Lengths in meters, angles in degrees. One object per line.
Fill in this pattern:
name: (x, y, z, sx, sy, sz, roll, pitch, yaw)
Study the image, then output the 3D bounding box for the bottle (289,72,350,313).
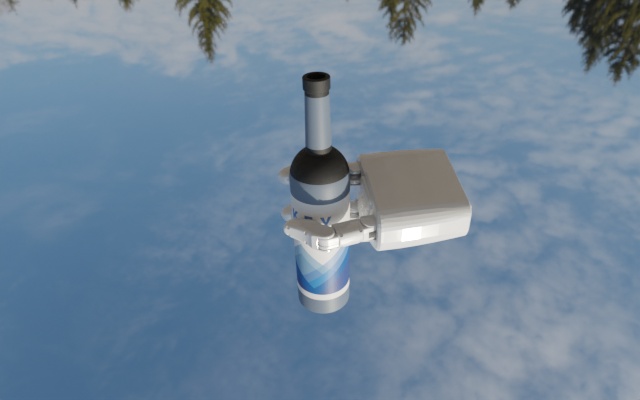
bottle: (0.000, 0.002, 0.542, 0.069, 0.296, 0.069, -1, 34, 1)
